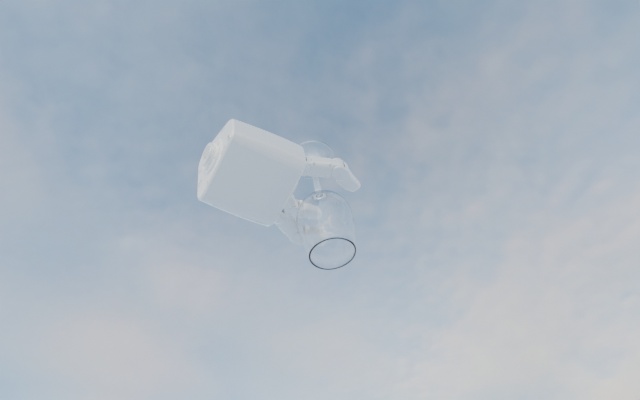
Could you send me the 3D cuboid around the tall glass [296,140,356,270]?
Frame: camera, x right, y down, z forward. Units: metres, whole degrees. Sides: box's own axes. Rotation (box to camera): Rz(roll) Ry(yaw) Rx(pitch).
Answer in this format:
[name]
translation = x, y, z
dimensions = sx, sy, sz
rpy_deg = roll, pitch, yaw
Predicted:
[tall glass]
translation = 0.000, 0.002, 0.681
dimensions = 0.079, 0.079, 0.200
rpy_deg = 0, 42, -13
